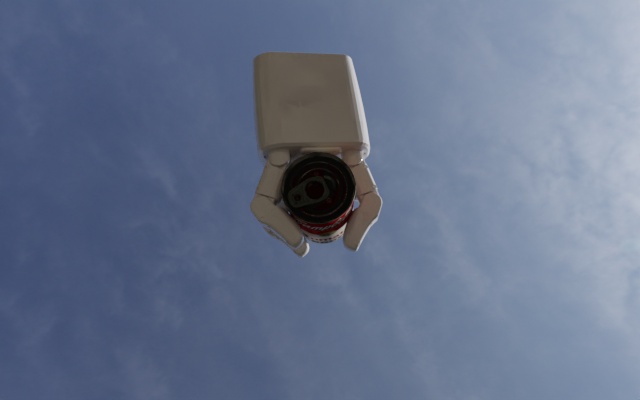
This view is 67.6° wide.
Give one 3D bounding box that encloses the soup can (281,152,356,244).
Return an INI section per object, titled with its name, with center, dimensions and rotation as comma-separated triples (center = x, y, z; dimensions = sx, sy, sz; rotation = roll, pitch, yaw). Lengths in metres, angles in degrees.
[soup can]
center = 0.000, 0.002, 0.476
dimensions = 0.068, 0.068, 0.102
rotation = 0, -16, 3
